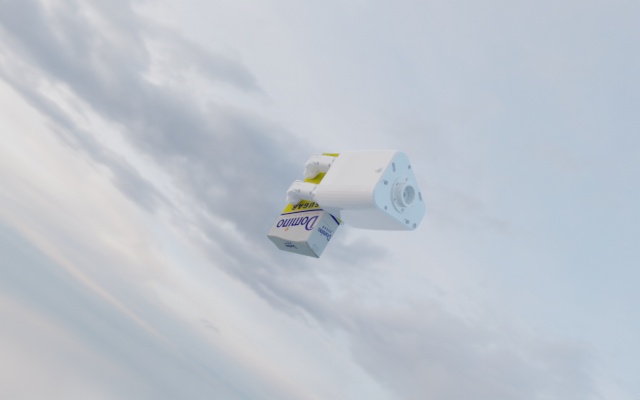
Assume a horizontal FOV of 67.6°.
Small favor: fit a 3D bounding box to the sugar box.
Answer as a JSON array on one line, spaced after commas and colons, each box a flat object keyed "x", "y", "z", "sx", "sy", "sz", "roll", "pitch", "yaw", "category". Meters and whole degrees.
[{"x": 0.000, "y": 0.002, "z": 0.747, "sx": 0.093, "sy": 0.176, "sz": 0.048, "roll": 5, "pitch": -38, "yaw": 46, "category": "sugar box"}]
